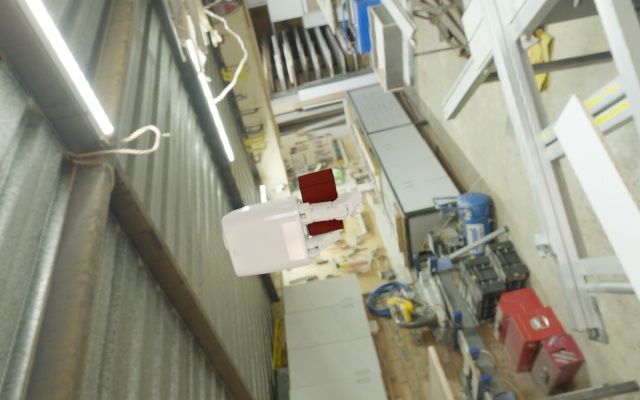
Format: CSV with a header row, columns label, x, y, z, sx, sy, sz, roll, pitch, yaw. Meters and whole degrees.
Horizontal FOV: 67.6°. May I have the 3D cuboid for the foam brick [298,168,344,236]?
label,x,y,z,sx,sy,sz,roll,pitch,yaw
foam brick,0.000,0.002,0.682,0.051,0.078,0.053,-11,22,0
